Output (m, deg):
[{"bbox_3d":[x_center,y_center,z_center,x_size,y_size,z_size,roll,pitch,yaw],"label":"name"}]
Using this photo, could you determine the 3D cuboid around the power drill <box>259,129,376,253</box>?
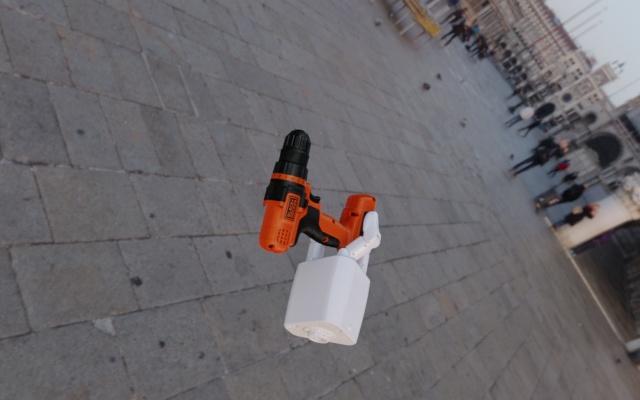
[{"bbox_3d":[0.000,0.003,0.736,0.188,0.184,0.057,19,-8,-36],"label":"power drill"}]
